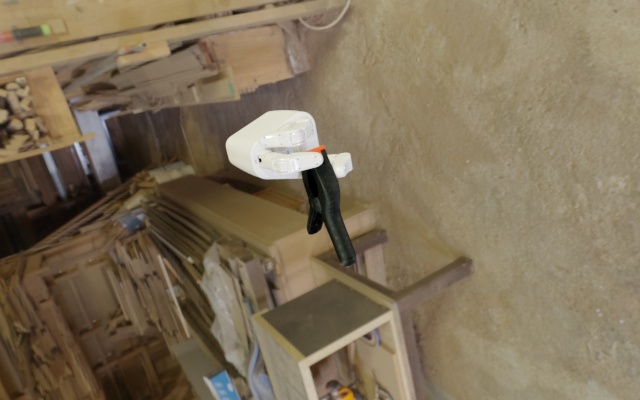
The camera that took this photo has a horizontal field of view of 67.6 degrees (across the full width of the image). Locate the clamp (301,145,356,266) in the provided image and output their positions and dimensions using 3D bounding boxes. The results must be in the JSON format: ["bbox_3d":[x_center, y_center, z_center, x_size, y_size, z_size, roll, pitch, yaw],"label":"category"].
[{"bbox_3d":[0.000,0.002,0.686,0.039,0.171,0.120,-22,23,-28],"label":"clamp"}]
